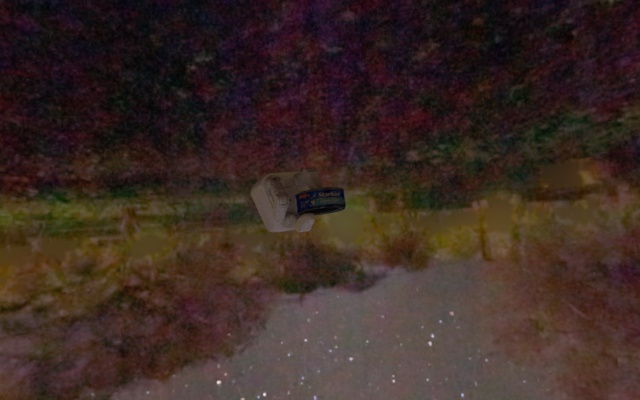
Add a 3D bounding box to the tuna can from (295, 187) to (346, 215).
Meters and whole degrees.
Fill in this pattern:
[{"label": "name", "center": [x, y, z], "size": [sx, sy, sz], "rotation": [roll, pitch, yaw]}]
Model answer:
[{"label": "tuna can", "center": [0.000, 0.003, 0.824], "size": [0.086, 0.033, 0.086], "rotation": [-7, -9, -1]}]
